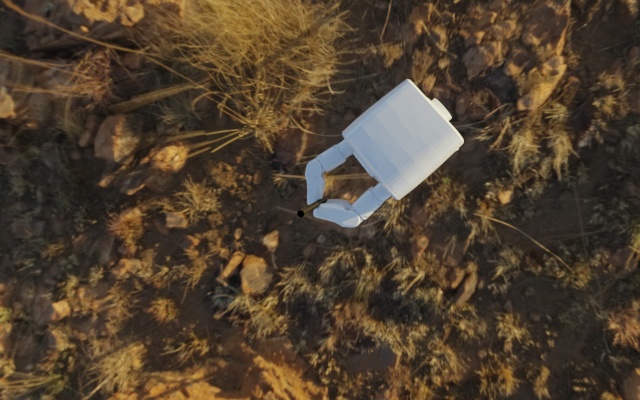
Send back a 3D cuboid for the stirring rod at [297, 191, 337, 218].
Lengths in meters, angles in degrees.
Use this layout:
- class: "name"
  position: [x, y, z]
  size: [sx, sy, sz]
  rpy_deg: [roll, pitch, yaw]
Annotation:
- class: "stirring rod"
  position: [0.000, 0.002, 0.619]
  size: [0.011, 0.011, 0.239]
  rpy_deg: [0, 6, 10]
